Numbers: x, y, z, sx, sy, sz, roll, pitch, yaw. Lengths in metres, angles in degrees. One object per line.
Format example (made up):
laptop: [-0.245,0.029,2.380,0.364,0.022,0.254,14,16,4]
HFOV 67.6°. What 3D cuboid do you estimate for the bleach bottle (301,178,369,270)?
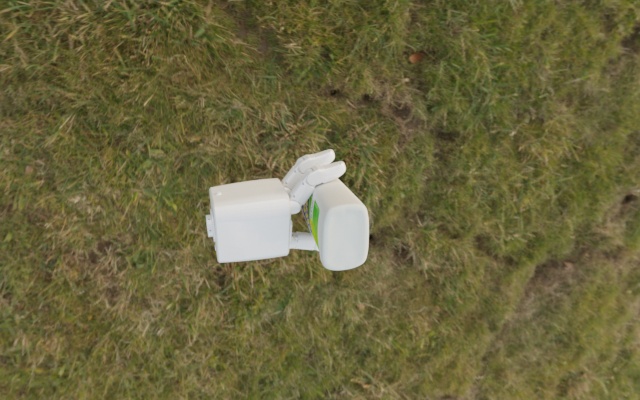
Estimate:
bleach bottle: [0.000,0.002,0.739,0.068,0.103,0.250,-6,24,-15]
